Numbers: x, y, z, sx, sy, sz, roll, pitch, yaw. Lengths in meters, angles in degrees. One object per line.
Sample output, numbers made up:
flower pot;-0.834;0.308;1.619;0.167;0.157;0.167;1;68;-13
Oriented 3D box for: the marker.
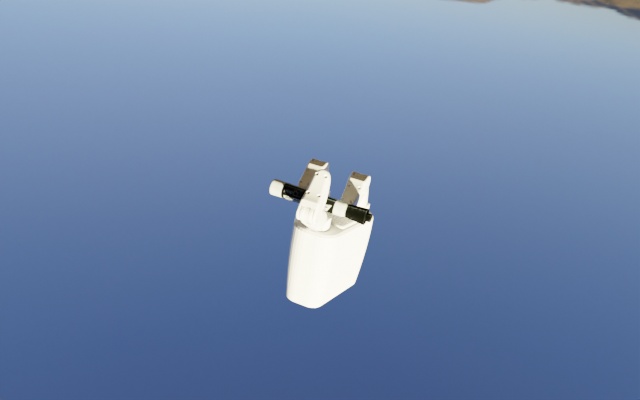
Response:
marker;0.000;0.002;0.535;0.121;0.020;0.020;18;5;16
